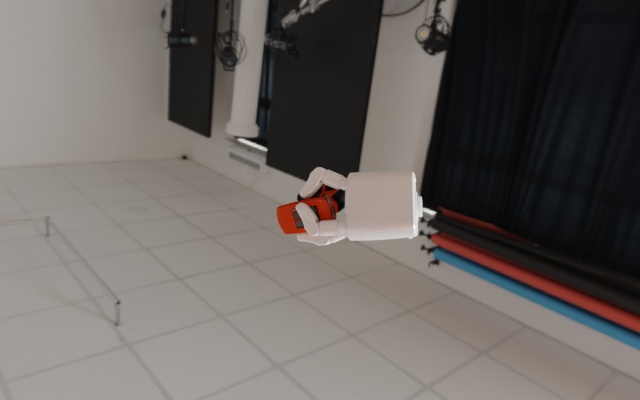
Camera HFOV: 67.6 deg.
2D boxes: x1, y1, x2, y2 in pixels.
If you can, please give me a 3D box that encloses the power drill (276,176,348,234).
[{"bbox_3d":[0.000,0.003,0.880,0.184,0.057,0.187,-12,12,32],"label":"power drill"}]
